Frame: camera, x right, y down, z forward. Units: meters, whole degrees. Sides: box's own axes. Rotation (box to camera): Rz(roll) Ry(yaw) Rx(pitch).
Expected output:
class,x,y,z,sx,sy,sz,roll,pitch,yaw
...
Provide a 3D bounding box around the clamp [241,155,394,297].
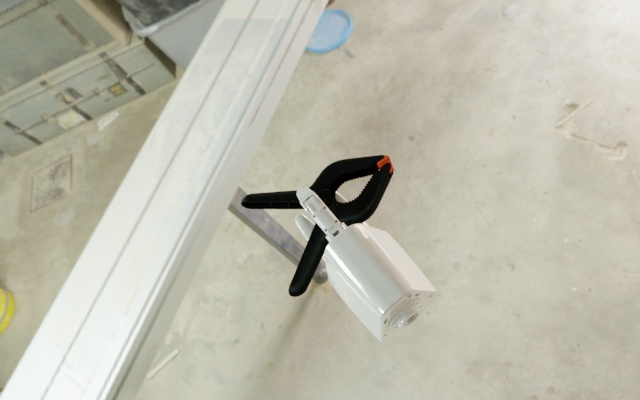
class,x,y,z,sx,sy,sz,roll,pitch,yaw
clamp,0.000,0.002,0.633,0.210,0.164,0.036,-40,-28,-1
